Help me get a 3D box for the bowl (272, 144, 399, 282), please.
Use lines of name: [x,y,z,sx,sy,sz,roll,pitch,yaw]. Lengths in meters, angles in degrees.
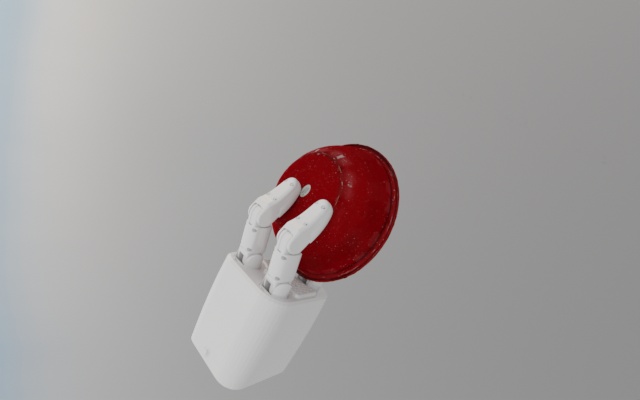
bowl: [0.000,0.000,0.508,0.162,0.162,0.055,0,-21,39]
